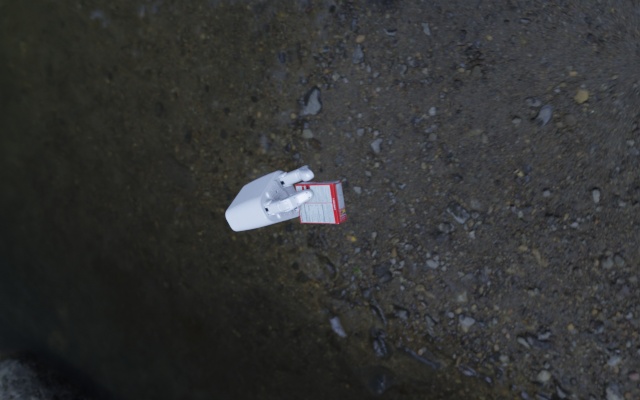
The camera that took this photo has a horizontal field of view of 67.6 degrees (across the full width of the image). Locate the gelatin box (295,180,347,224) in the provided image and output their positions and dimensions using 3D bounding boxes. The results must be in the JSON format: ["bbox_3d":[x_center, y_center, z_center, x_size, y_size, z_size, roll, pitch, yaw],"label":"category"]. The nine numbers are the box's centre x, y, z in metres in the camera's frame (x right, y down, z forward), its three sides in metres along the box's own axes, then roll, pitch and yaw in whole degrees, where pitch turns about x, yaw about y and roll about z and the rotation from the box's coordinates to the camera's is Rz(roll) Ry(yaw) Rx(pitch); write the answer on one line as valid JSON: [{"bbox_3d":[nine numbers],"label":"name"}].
[{"bbox_3d":[0.000,0.003,0.854,0.089,0.073,0.030,0,14,38],"label":"gelatin box"}]
